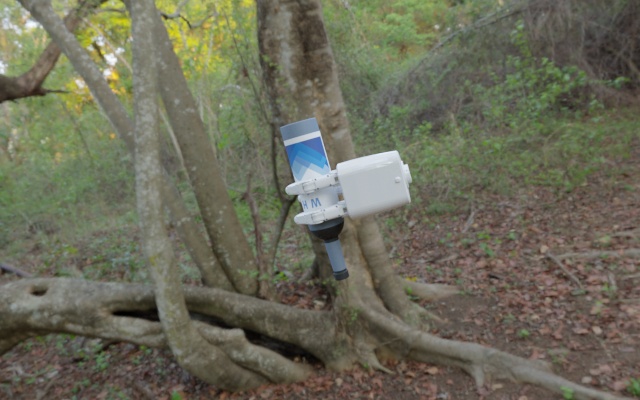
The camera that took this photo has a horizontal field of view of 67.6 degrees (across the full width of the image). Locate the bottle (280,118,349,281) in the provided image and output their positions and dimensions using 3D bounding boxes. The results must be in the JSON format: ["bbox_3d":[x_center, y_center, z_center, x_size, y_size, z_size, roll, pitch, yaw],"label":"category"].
[{"bbox_3d":[0.000,0.003,0.863,0.069,0.296,0.069,-16,7,2],"label":"bottle"}]
